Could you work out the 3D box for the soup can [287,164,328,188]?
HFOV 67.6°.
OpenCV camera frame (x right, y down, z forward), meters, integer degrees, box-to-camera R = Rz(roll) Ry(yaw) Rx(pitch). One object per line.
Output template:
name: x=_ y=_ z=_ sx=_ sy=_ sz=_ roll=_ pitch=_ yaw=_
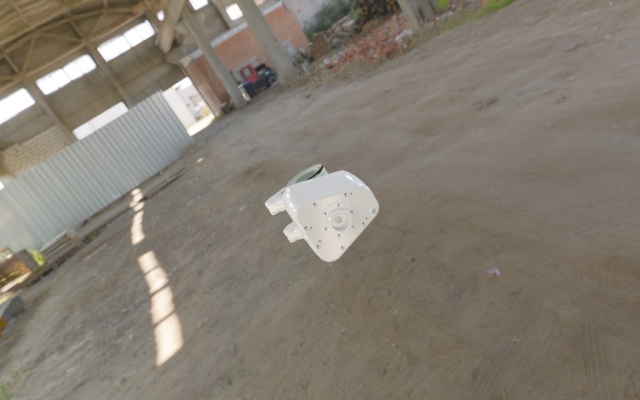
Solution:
soup can: x=0.000 y=0.002 z=0.754 sx=0.068 sy=0.102 sz=0.068 roll=-29 pitch=17 yaw=10
